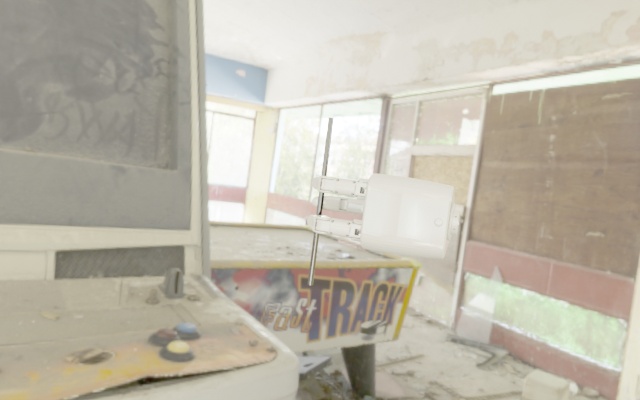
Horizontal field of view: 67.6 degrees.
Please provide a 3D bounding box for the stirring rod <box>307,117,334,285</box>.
[{"bbox_3d":[0.000,0.002,0.682,0.011,0.239,0.011,7,3,0],"label":"stirring rod"}]
